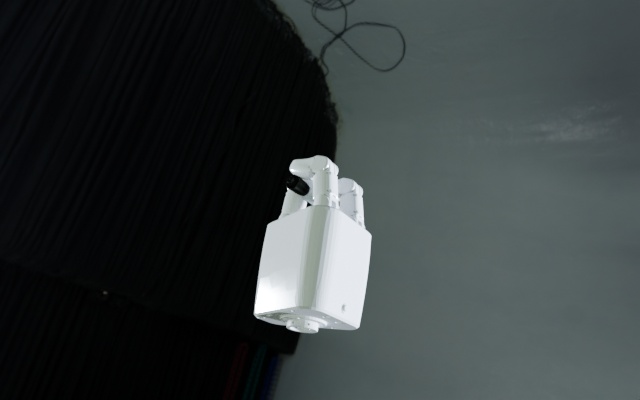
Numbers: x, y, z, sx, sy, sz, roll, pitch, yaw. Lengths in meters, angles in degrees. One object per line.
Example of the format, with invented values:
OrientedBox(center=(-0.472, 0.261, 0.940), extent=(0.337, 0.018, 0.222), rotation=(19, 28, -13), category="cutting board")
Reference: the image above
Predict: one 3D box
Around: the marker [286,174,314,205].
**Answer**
OrientedBox(center=(0.000, 0.002, 0.575), extent=(0.020, 0.020, 0.121), rotation=(0, -25, 39), category="marker")
